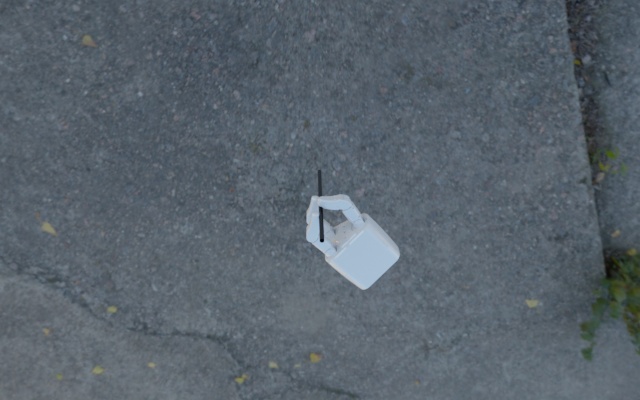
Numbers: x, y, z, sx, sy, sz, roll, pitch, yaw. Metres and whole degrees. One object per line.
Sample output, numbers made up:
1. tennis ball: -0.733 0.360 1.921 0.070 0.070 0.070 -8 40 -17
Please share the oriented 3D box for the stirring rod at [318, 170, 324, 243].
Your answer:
1. stirring rod: 0.000 0.003 0.890 0.011 0.011 0.239 0 32 -1
